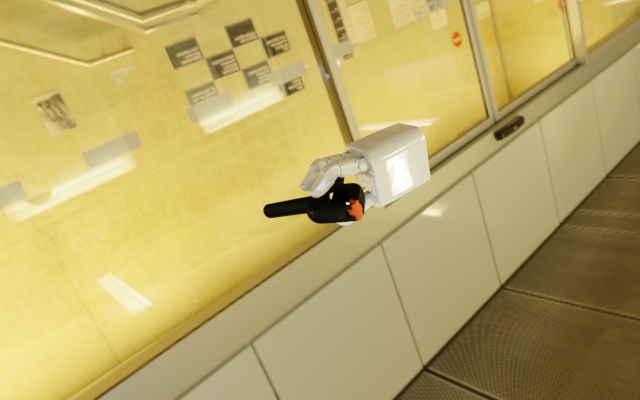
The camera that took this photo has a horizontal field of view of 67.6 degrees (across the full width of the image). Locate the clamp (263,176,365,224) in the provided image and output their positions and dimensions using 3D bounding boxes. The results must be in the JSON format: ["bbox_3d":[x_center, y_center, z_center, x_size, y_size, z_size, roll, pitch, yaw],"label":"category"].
[{"bbox_3d":[0.001,0.003,0.759,0.164,0.036,0.210,-28,20,-11],"label":"clamp"}]
